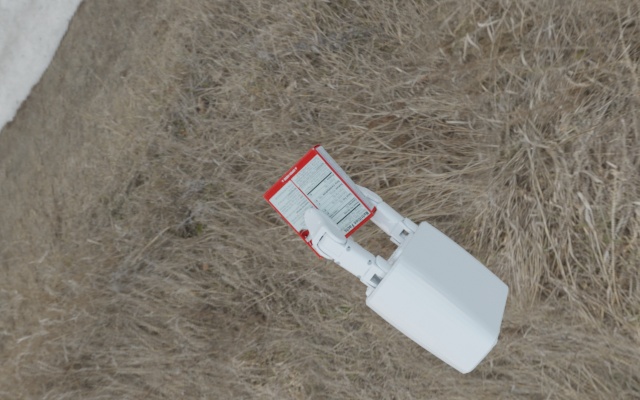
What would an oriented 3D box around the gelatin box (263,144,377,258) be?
[{"bbox_3d":[0.000,0.001,0.473,0.073,0.089,0.030,-42,2,19],"label":"gelatin box"}]
